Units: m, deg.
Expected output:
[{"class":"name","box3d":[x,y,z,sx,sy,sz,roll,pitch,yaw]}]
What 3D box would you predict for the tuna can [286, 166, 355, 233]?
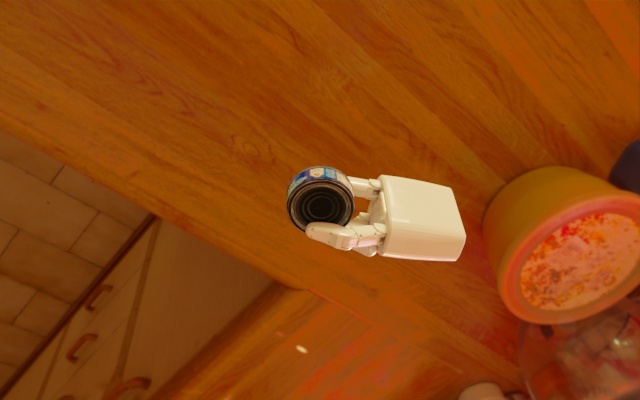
[{"class":"tuna can","box3d":[0.000,0.002,0.594,0.086,0.086,0.033,0,32,-2]}]
